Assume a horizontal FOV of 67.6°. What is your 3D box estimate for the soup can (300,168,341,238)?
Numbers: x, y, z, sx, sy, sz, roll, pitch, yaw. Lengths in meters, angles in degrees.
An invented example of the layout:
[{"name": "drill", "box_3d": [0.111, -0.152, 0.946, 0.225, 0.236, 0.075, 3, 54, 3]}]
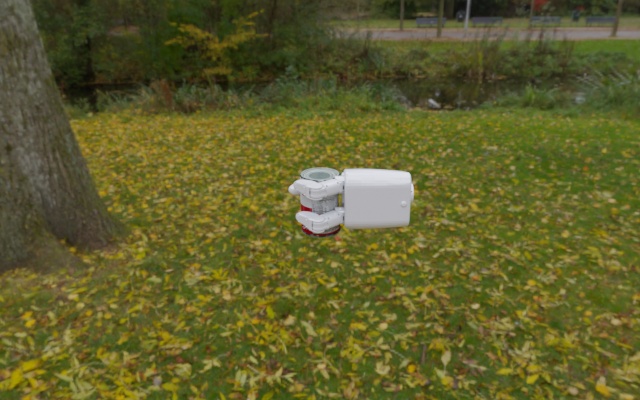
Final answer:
[{"name": "soup can", "box_3d": [0.000, 0.002, 0.806, 0.068, 0.102, 0.068, -1, 22, 0]}]
